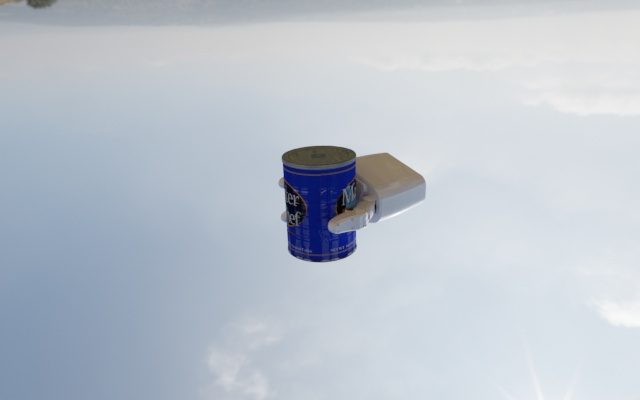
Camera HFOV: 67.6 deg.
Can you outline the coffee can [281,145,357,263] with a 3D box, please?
[{"bbox_3d":[0.000,0.002,0.676,0.103,0.140,0.102,-2,21,1],"label":"coffee can"}]
